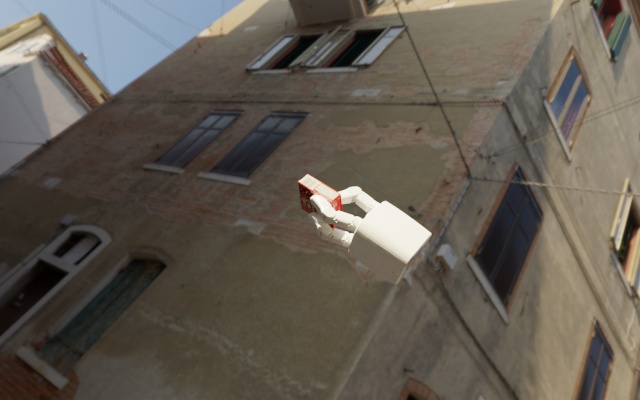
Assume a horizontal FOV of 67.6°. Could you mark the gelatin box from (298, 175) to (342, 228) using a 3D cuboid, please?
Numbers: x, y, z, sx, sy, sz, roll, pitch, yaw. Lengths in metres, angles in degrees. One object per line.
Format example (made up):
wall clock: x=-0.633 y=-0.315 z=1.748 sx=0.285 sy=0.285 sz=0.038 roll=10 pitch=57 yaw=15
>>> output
gelatin box: x=0.000 y=0.003 z=0.893 sx=0.089 sy=0.073 sz=0.030 roll=32 pitch=56 yaw=31
